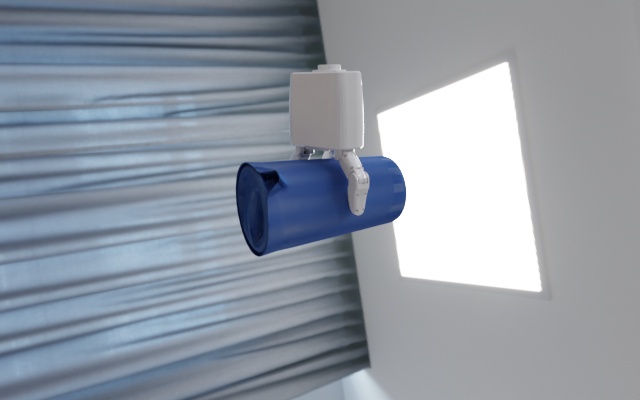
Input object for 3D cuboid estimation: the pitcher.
[{"bbox_3d":[0.000,0.002,0.722,0.243,0.145,0.149,-8,16,-26],"label":"pitcher"}]
